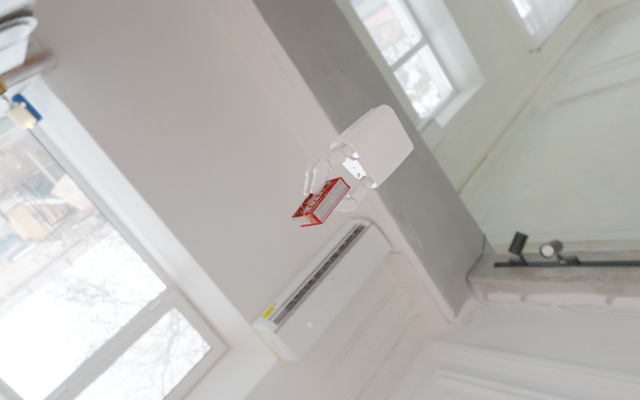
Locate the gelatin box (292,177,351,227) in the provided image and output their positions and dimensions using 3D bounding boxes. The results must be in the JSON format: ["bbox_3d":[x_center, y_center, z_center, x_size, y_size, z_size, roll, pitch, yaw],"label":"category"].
[{"bbox_3d":[0.000,0.003,0.813,0.030,0.089,0.073,46,-26,-17],"label":"gelatin box"}]
